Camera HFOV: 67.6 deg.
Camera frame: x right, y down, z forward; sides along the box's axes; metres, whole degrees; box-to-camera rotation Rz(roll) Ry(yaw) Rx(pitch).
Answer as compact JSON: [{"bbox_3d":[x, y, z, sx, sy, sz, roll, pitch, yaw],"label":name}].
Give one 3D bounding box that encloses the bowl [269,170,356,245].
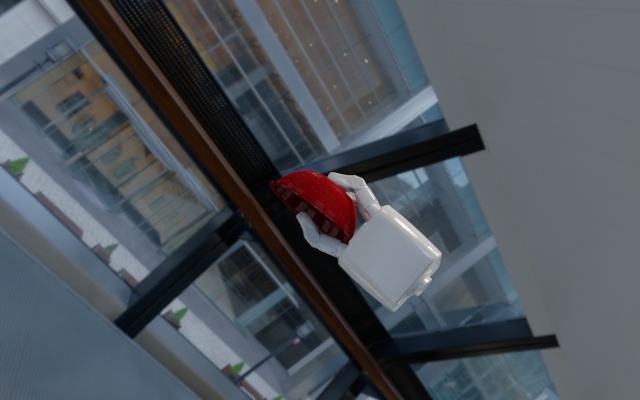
[{"bbox_3d":[-0.001,0.001,0.740,0.162,0.055,0.162,35,-11,8],"label":"bowl"}]
